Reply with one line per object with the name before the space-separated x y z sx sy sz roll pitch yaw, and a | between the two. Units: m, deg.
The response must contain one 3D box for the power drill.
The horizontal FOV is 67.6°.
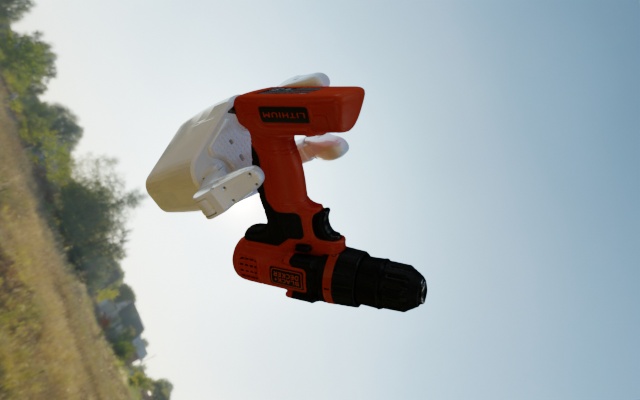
power drill | 0.000 0.001 0.402 0.184 0.188 0.057 7 21 24
